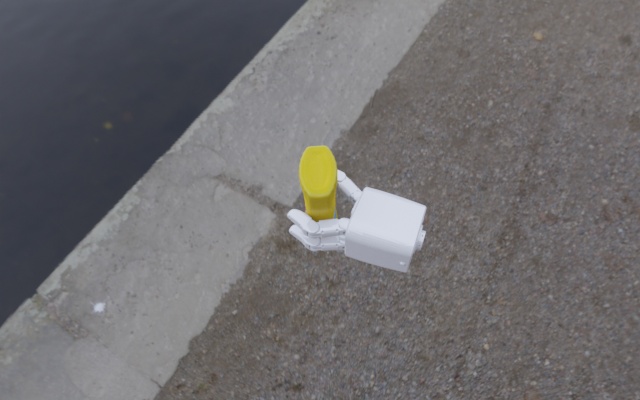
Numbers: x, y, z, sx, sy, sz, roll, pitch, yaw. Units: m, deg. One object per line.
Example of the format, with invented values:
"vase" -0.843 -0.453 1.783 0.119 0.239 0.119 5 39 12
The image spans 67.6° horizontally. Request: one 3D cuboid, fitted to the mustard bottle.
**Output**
"mustard bottle" 0.000 0.002 0.785 0.058 0.096 0.192 -5 -31 0
